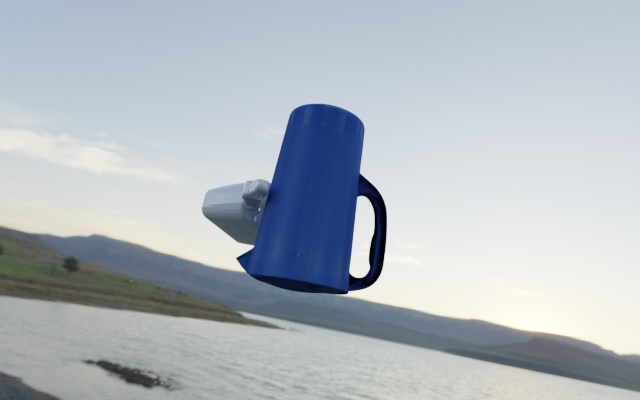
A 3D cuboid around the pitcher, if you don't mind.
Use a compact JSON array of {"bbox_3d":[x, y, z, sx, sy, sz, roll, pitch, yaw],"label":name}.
[{"bbox_3d":[0.000,0.002,0.639,0.145,0.242,0.149,-4,-21,45],"label":"pitcher"}]
